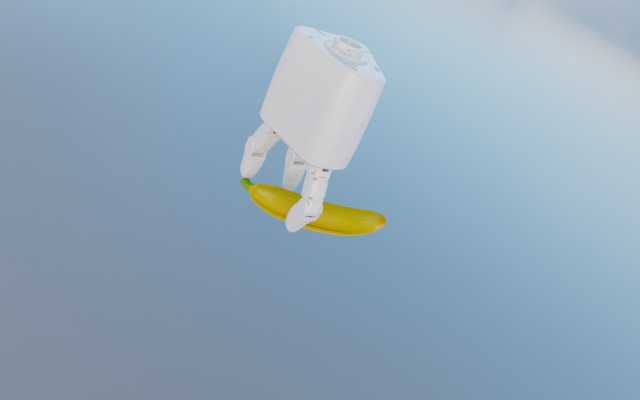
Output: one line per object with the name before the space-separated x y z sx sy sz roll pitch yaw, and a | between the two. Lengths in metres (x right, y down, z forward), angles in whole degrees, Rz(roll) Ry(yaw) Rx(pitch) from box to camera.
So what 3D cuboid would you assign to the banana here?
banana | -0.003 0.011 0.593 0.198 0.037 0.069 18 31 -12
